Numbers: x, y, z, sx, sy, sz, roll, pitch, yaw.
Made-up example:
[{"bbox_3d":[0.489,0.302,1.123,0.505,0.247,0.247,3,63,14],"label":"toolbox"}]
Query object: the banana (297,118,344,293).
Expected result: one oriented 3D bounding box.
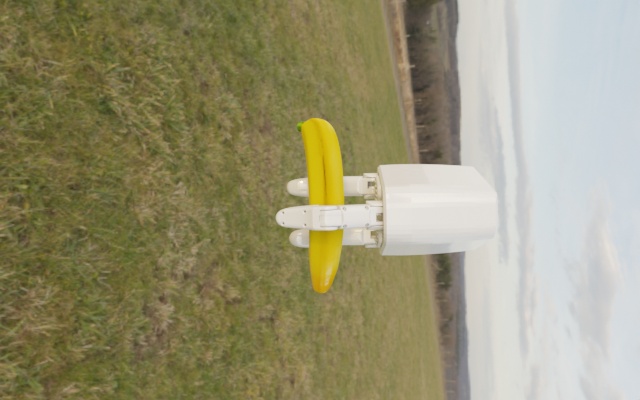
[{"bbox_3d":[0.003,-0.008,0.490,0.037,0.197,0.070,-1,-21,-10],"label":"banana"}]
